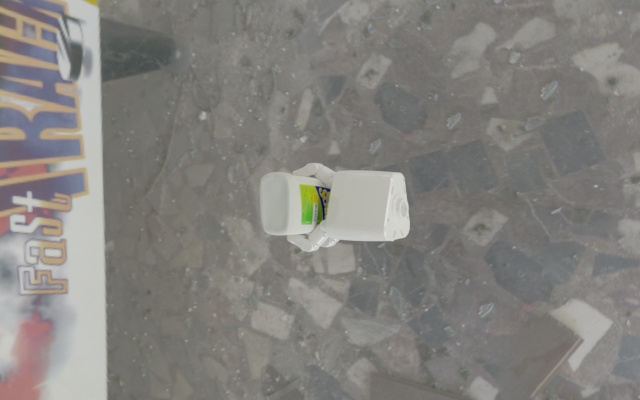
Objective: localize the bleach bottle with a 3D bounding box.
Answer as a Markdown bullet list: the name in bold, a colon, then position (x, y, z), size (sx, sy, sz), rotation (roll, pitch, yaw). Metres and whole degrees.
- **bleach bottle**: position (0.000, 0.003, 0.841), size (0.068, 0.102, 0.251), rotation (0, 2, 35)
